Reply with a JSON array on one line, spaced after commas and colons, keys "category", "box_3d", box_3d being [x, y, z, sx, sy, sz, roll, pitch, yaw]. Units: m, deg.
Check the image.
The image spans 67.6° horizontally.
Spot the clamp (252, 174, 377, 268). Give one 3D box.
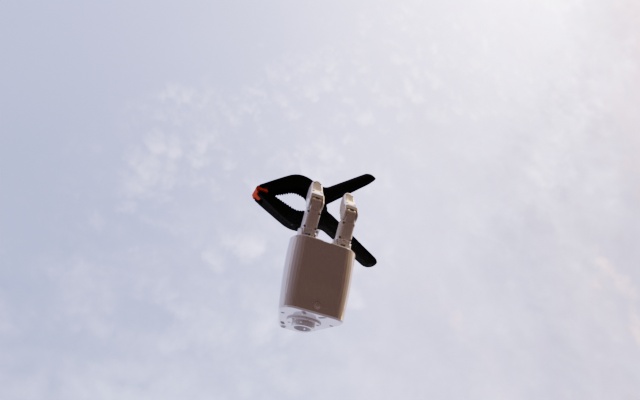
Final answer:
[{"category": "clamp", "box_3d": [-0.001, 0.003, 0.747, 0.210, 0.164, 0.036, 19, -34, -14]}]
